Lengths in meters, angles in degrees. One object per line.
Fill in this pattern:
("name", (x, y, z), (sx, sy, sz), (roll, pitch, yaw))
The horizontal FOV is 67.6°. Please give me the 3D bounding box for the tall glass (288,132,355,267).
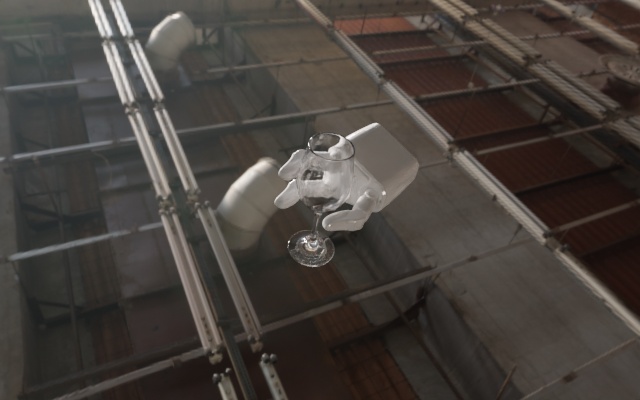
("tall glass", (0.000, 0.003, 0.682), (0.079, 0.201, 0.079), (6, 43, -6))
